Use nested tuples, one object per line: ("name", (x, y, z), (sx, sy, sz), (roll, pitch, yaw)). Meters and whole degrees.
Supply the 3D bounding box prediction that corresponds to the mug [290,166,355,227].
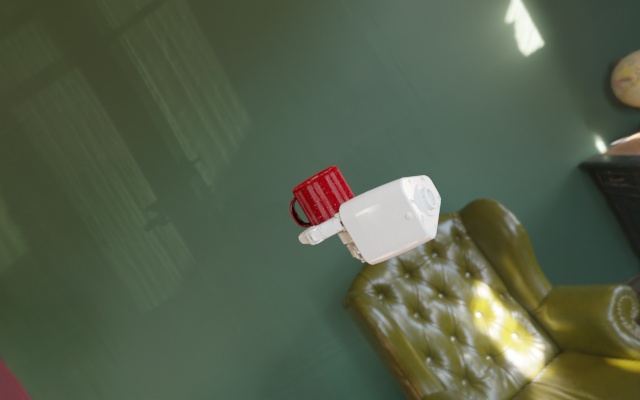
("mug", (-0.001, 0.003, 0.760), (0.117, 0.081, 0.093), (-27, 7, 33))
